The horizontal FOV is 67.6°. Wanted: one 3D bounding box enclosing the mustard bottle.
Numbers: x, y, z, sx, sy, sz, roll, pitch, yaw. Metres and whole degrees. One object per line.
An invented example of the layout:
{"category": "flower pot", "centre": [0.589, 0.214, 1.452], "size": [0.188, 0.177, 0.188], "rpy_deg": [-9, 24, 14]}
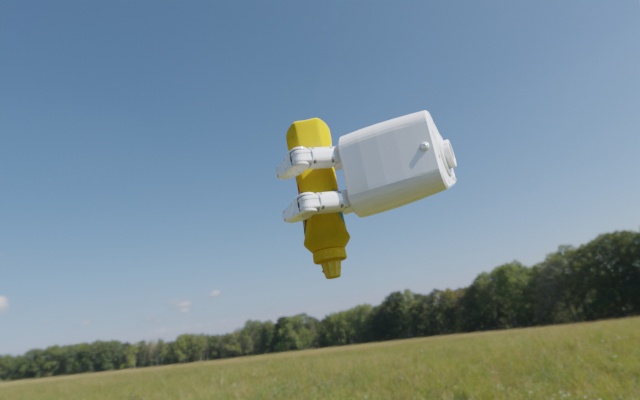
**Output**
{"category": "mustard bottle", "centre": [0.000, 0.002, 0.596], "size": [0.058, 0.191, 0.096], "rpy_deg": [-10, -16, -2]}
